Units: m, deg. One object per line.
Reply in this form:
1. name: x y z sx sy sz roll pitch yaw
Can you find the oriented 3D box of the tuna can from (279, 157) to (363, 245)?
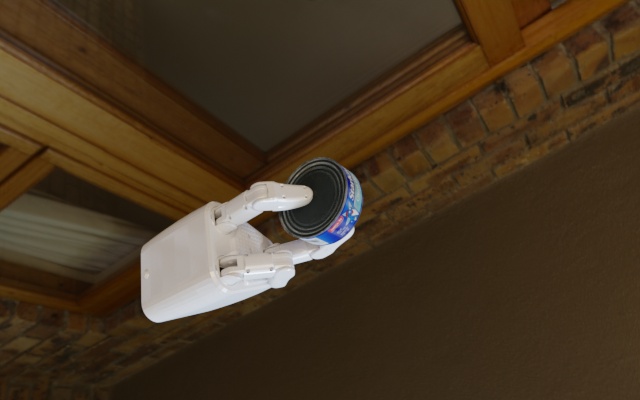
1. tuna can: 0.000 0.002 0.484 0.086 0.086 0.034 0 -19 40
